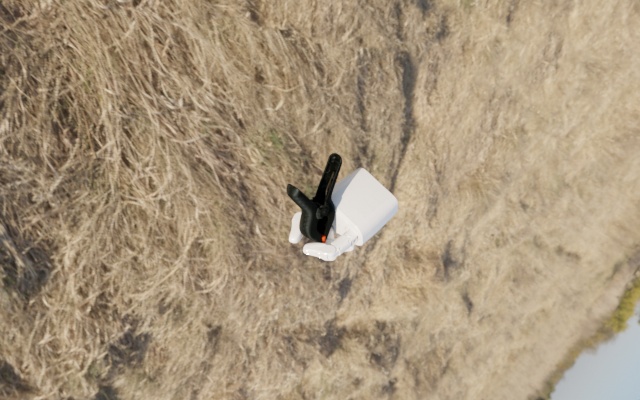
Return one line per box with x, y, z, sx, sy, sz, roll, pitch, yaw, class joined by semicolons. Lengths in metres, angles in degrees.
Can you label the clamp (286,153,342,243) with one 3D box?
0.000;0.003;0.816;0.120;0.172;0.039;-38;55;-23;clamp
